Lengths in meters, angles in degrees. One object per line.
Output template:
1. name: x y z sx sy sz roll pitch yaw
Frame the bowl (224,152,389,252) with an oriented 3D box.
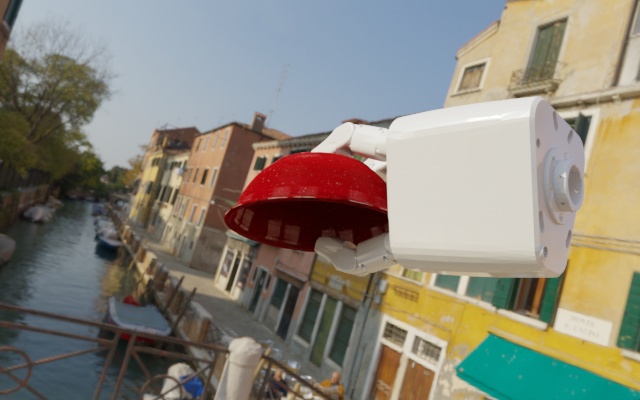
1. bowl: -0.001 0.001 0.420 0.162 0.055 0.162 3 -20 1
